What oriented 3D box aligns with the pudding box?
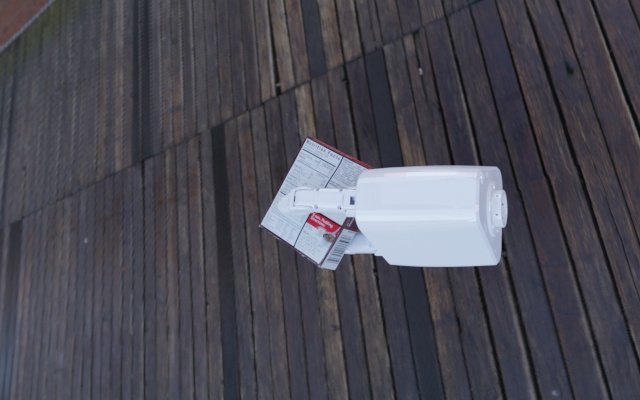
[{"bbox_3d":[0.000,0.002,0.497,0.090,0.113,0.039,31,3,29],"label":"pudding box"}]
